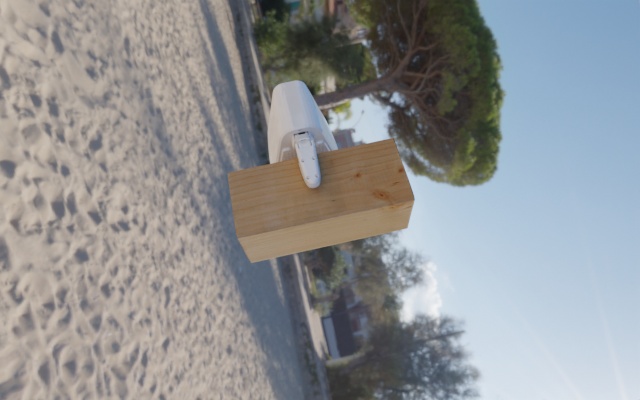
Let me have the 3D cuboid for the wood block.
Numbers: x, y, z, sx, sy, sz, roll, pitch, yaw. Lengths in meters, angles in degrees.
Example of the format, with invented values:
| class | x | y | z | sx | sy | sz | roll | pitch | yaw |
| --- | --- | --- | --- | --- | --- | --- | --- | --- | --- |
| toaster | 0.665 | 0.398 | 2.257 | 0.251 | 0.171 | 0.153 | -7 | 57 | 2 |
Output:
| class | x | y | z | sx | sy | sz | roll | pitch | yaw |
| --- | --- | --- | --- | --- | --- | --- | --- | --- | --- |
| wood block | 0.000 | 0.001 | 0.593 | 0.206 | 0.090 | 0.091 | -13 | -27 | -2 |
